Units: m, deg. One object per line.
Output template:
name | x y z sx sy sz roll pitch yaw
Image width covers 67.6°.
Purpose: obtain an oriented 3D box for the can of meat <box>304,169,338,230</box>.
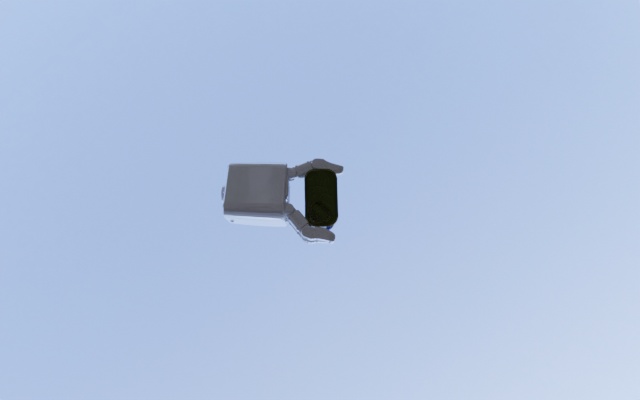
can of meat | 0.000 0.003 0.858 0.057 0.102 0.084 -1 -12 -2
